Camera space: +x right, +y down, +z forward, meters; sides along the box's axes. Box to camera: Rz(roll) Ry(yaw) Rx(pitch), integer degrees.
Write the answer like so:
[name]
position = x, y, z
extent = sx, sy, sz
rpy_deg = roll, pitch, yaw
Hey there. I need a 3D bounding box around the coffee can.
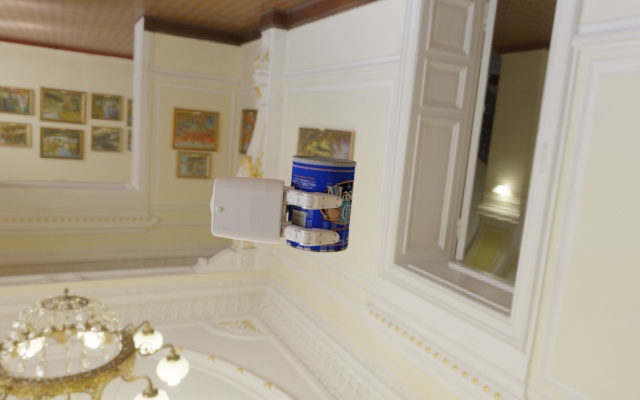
[coffee can]
position = 0.000, 0.002, 0.766
extent = 0.103, 0.140, 0.103
rpy_deg = 5, 9, -1
